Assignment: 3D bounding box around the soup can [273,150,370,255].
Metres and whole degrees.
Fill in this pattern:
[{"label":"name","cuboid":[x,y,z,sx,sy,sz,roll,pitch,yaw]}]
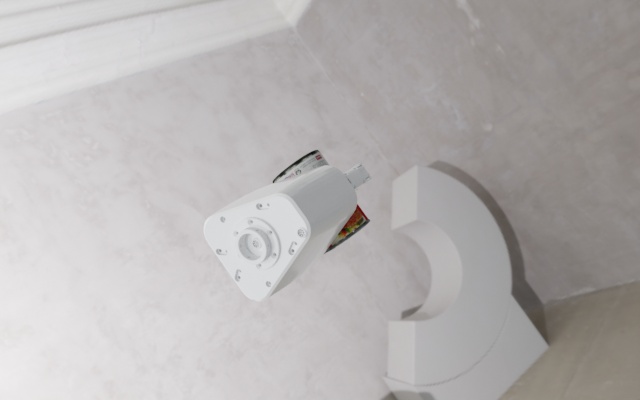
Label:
[{"label":"soup can","cuboid":[0.000,0.001,0.548,0.068,0.102,0.068,-36,-2,-2]}]
